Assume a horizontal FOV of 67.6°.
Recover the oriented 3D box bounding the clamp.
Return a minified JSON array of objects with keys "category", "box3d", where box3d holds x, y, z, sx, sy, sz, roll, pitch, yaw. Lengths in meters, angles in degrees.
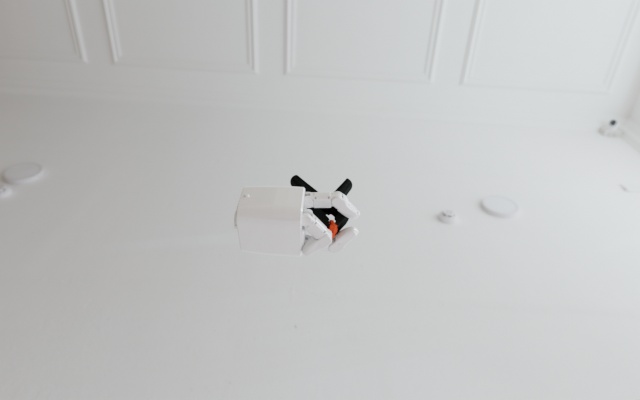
[{"category":"clamp","box3d":[0.000,0.003,0.868,0.120,0.039,0.171,3,31,0]}]
